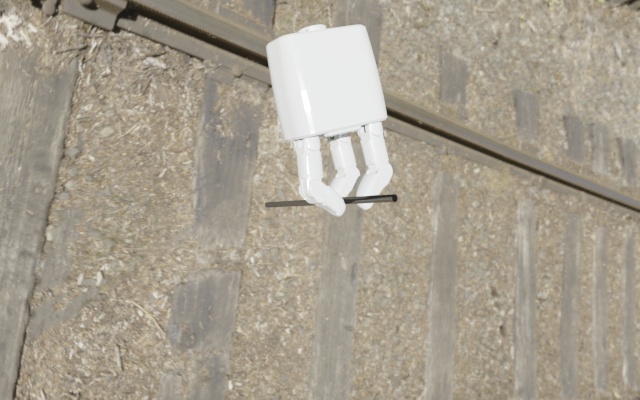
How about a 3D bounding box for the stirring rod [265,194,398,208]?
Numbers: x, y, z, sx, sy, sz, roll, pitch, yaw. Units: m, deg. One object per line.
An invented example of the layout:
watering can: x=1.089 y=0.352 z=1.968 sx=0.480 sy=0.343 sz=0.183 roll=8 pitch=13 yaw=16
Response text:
stirring rod: x=0.000 y=0.002 z=0.572 sx=0.011 sy=0.011 sz=0.239 roll=0 pitch=-2 yaw=-38
